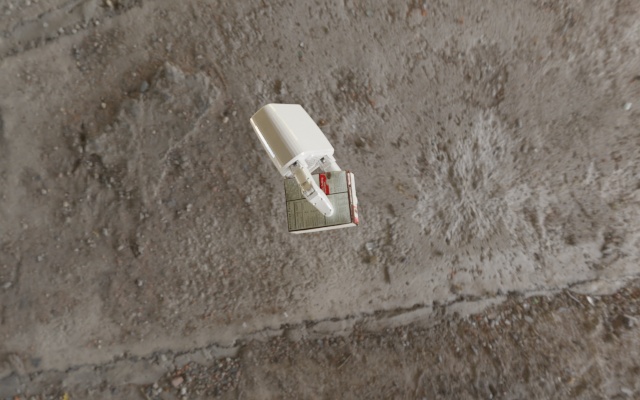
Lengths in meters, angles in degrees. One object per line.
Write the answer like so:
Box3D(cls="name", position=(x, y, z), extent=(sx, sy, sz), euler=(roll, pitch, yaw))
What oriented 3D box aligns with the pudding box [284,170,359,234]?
Box3D(cls="pudding box", position=(0.000, 0.002, 0.768), extent=(0.113, 0.090, 0.039), euler=(-8, -8, 20))
